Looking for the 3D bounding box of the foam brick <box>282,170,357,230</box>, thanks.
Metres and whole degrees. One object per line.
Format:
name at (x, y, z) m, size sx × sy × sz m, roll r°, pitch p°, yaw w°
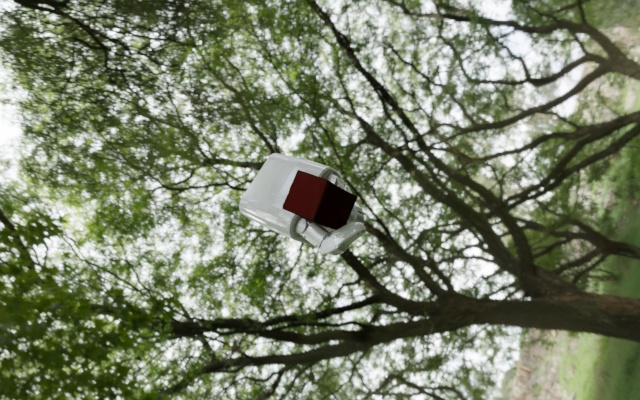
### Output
foam brick at (0.000, 0.002, 0.596) m, size 0.051 × 0.053 × 0.078 m, roll 22°, pitch -2°, yaw 33°
